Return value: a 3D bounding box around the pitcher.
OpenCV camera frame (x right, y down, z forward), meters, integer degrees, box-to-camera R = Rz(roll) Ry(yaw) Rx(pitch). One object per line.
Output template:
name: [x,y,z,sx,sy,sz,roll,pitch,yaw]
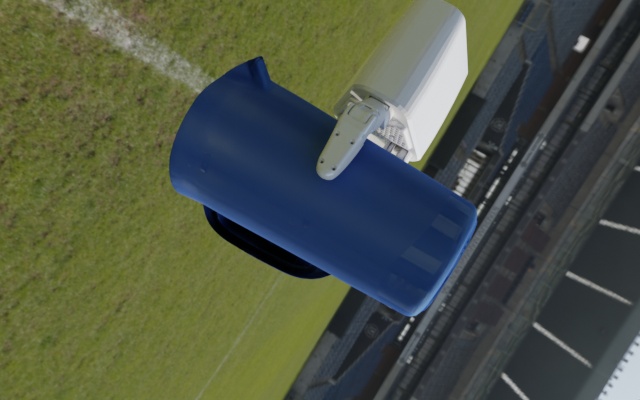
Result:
pitcher: [0.000,0.001,0.423,0.243,0.145,0.149,31,-11,11]
